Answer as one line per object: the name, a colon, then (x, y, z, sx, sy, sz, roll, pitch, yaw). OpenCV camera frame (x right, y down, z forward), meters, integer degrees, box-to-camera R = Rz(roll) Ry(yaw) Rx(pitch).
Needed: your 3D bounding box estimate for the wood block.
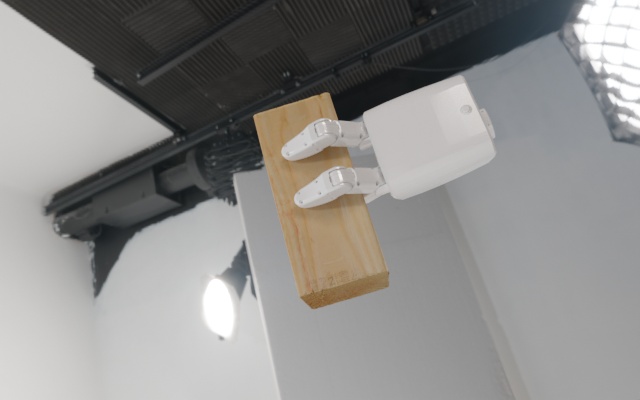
wood block: (0.000, 0.002, 0.521, 0.090, 0.206, 0.091, -17, -22, 2)
